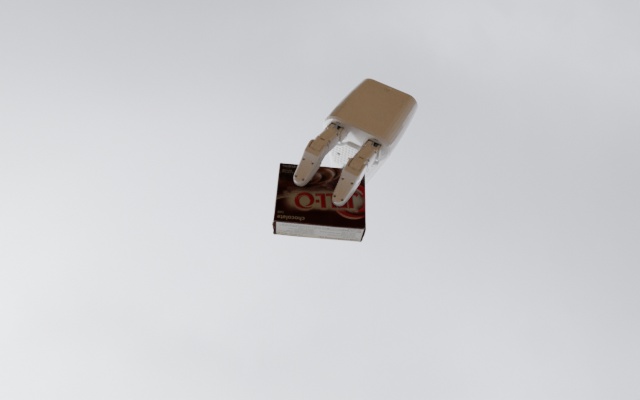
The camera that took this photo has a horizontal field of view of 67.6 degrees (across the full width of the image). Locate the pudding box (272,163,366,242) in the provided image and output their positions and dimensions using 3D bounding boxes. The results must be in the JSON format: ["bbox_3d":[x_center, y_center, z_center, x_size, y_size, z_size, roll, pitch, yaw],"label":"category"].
[{"bbox_3d":[0.000,0.002,0.597,0.113,0.090,0.039,3,-37,-1],"label":"pudding box"}]
